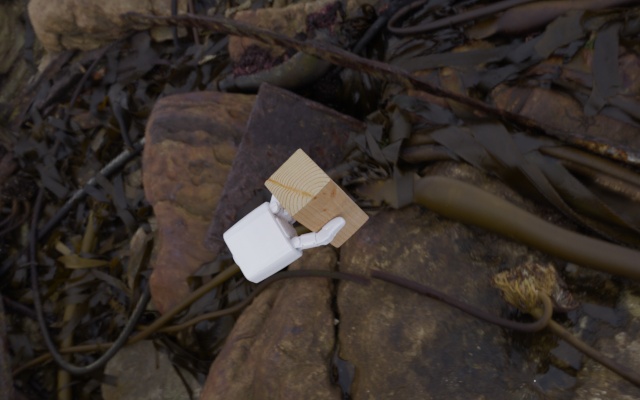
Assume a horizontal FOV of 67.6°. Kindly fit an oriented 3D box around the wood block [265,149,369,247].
[{"bbox_3d":[0.000,0.003,0.877,0.090,0.090,0.206,48,4,30],"label":"wood block"}]
